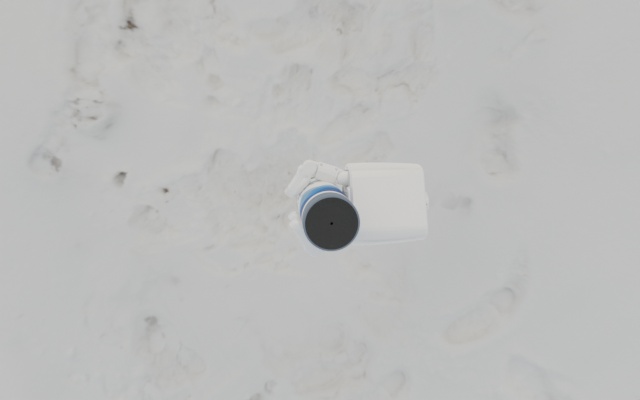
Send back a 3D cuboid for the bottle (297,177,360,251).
[{"bbox_3d":[0.000,0.002,0.693,0.069,0.069,0.295,0,10,-5],"label":"bottle"}]
